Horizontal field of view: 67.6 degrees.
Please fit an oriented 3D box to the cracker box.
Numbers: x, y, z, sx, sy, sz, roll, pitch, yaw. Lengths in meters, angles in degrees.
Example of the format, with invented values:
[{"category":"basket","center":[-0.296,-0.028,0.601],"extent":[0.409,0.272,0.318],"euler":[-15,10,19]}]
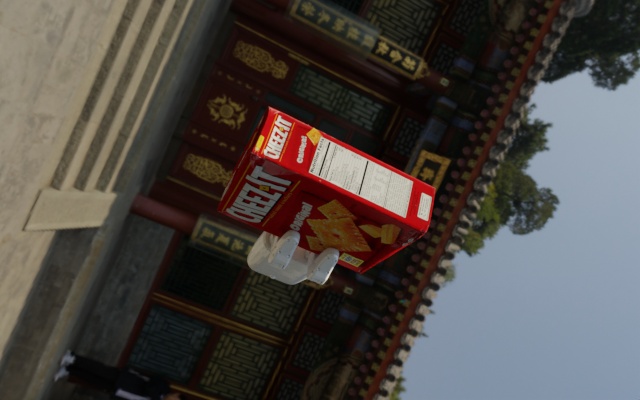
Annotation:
[{"category":"cracker box","center":[0.000,0.002,0.574],"extent":[0.214,0.072,0.164],"euler":[24,-31,-13]}]
